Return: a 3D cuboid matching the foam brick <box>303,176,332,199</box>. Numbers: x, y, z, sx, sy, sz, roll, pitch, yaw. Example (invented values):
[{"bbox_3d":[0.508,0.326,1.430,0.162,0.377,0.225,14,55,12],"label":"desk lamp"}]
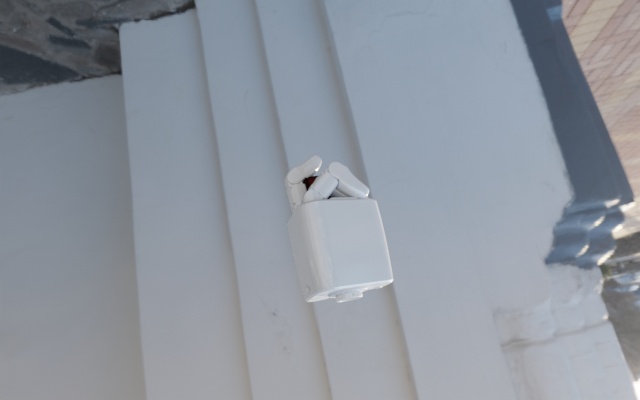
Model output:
[{"bbox_3d":[0.000,0.002,0.663,0.053,0.051,0.078,-8,-17,-16],"label":"foam brick"}]
